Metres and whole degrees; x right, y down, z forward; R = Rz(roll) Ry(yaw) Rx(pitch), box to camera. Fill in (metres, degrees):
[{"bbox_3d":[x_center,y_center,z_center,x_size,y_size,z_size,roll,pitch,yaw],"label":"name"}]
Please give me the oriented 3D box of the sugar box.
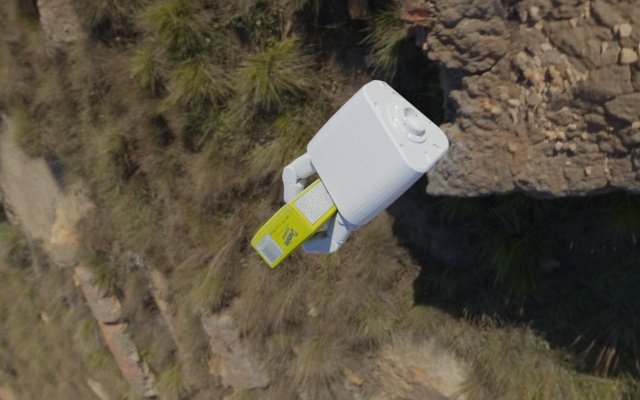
[{"bbox_3d":[0.000,0.002,0.574,0.176,0.048,0.093,-38,-4,-47],"label":"sugar box"}]
